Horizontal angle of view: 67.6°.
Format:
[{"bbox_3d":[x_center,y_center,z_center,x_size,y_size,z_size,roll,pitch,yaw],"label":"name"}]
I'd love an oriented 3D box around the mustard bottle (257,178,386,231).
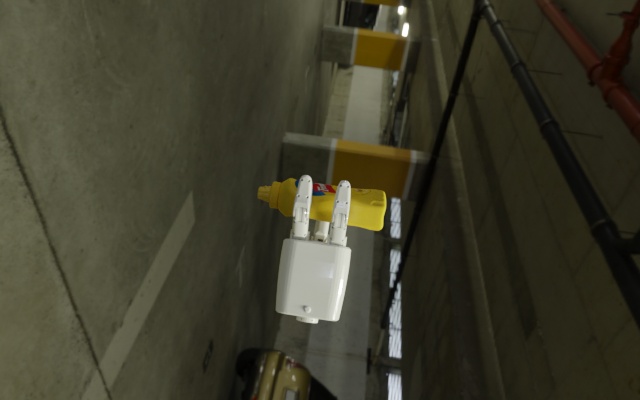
[{"bbox_3d":[0.000,0.002,0.724,0.191,0.058,0.096,8,15,2],"label":"mustard bottle"}]
